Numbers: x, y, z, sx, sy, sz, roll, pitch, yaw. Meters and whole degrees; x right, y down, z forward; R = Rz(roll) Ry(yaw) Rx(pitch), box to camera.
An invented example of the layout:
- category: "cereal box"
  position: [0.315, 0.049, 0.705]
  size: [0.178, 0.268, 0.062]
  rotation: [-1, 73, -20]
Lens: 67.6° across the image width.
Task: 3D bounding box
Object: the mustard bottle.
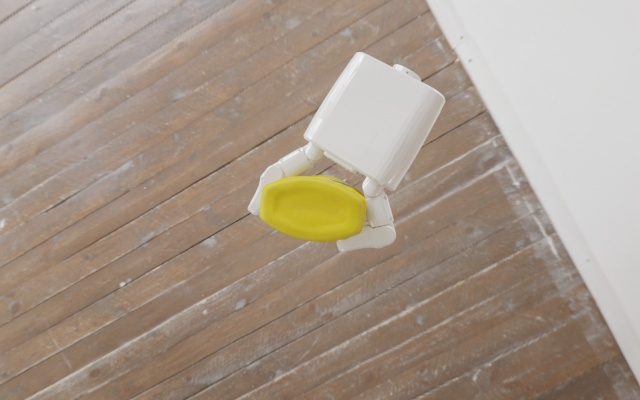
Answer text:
- category: "mustard bottle"
  position: [0.000, 0.002, 0.513]
  size: [0.096, 0.058, 0.191]
  rotation: [7, 5, 5]
